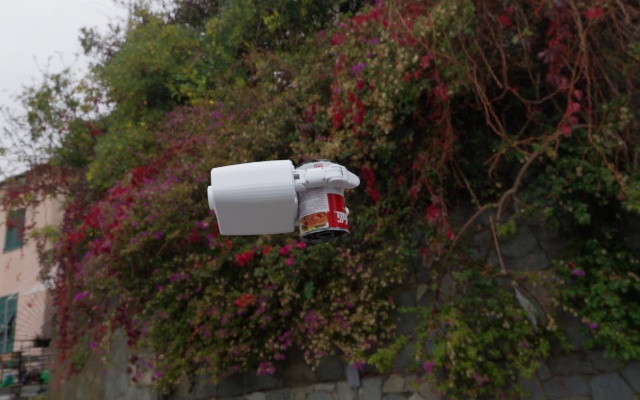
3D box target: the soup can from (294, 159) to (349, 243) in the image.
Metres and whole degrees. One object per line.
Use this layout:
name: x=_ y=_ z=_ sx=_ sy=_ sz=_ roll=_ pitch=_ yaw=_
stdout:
soup can: x=0.001 y=0.002 z=0.666 sx=0.068 sy=0.102 sz=0.068 roll=-6 pitch=-19 yaw=-2
